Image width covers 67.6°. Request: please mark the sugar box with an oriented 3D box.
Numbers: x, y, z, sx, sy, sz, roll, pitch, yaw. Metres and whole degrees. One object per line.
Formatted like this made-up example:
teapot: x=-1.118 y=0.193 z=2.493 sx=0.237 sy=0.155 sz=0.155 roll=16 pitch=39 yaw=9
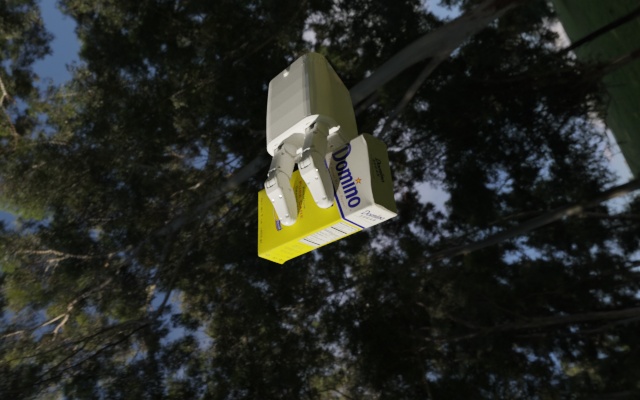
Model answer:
sugar box: x=0.000 y=0.002 z=0.551 sx=0.176 sy=0.093 sz=0.048 roll=-29 pitch=-37 yaw=36
